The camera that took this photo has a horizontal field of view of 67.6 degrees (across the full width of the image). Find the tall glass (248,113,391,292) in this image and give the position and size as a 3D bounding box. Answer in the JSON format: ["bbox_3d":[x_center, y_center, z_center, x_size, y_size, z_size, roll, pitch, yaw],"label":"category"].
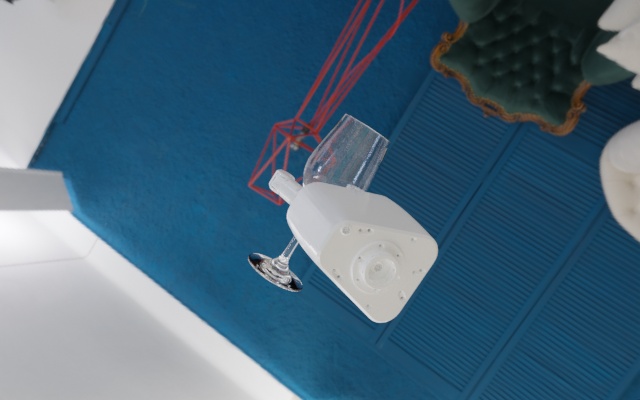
[{"bbox_3d":[0.000,0.002,0.548,0.079,0.201,0.079,32,7,-5],"label":"tall glass"}]
